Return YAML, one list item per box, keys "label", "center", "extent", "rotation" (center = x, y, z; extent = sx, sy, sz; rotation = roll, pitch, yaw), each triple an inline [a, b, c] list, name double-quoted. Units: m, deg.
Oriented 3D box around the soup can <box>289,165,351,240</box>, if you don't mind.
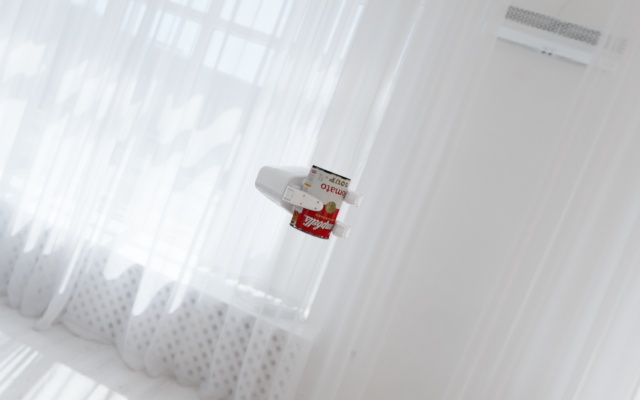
- label: "soup can"
  center: [0.000, 0.002, 0.751]
  extent: [0.068, 0.102, 0.068]
  rotation: [21, 4, -1]
